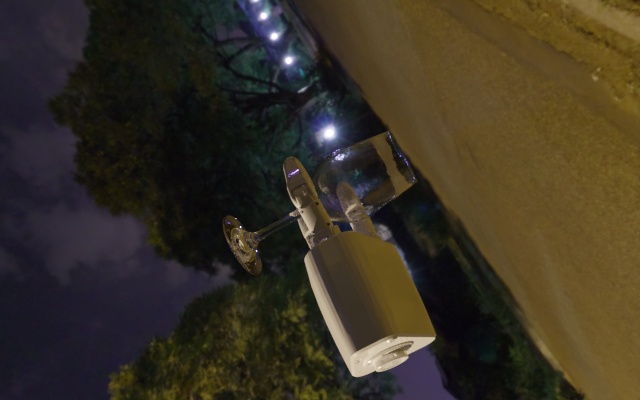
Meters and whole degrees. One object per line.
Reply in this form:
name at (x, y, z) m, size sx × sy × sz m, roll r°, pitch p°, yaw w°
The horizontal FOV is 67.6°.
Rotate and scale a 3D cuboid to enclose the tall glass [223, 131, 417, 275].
tall glass at (-0.001, 0.002, 0.512) m, size 0.201 × 0.079 × 0.079 m, roll -29°, pitch -5°, yaw 8°
